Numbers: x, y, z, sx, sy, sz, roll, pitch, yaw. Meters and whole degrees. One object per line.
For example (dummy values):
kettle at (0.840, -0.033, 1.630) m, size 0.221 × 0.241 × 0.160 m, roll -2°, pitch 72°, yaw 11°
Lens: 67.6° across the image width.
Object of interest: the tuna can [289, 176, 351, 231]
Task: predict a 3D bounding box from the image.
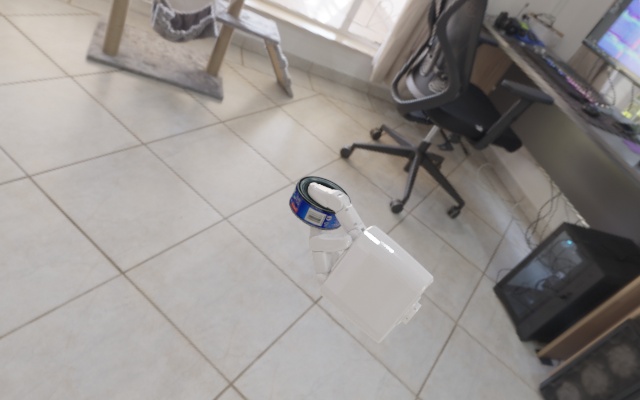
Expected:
tuna can at (0.000, 0.002, 0.689) m, size 0.086 × 0.034 × 0.086 m, roll 18°, pitch 33°, yaw -12°
